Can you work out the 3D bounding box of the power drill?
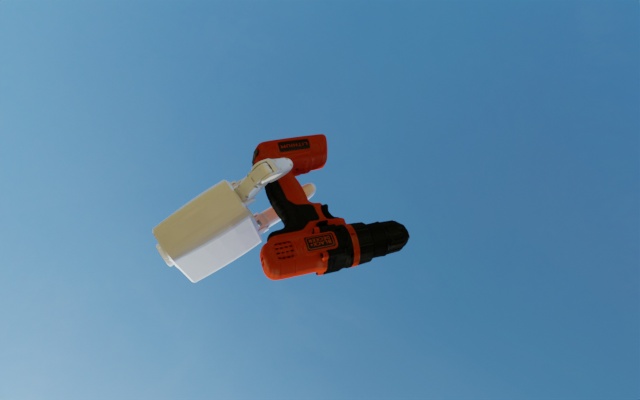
[{"bbox_3d":[0.000,0.002,0.601,0.184,0.187,0.057,-9,-35,-18],"label":"power drill"}]
